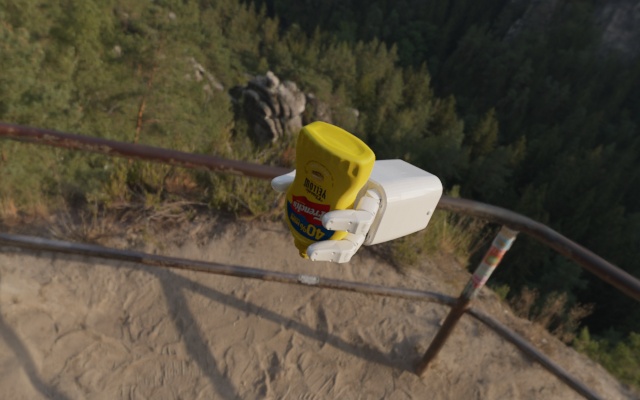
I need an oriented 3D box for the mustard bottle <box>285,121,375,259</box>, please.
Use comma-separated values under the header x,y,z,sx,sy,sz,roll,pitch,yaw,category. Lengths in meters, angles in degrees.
x,y,z,sx,sy,sz,roll,pitch,yaw,category
0.000,0.002,0.613,0.096,0.192,0.058,32,40,20,mustard bottle
